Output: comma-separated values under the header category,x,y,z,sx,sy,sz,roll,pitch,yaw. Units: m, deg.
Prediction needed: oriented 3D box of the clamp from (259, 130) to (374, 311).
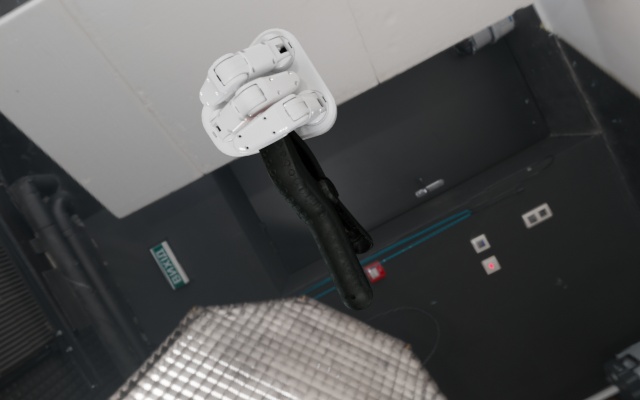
category,x,y,z,sx,sy,sz,roll,pitch,yaw
clamp,-0.001,0.002,0.414,0.039,0.171,0.120,-28,5,9
